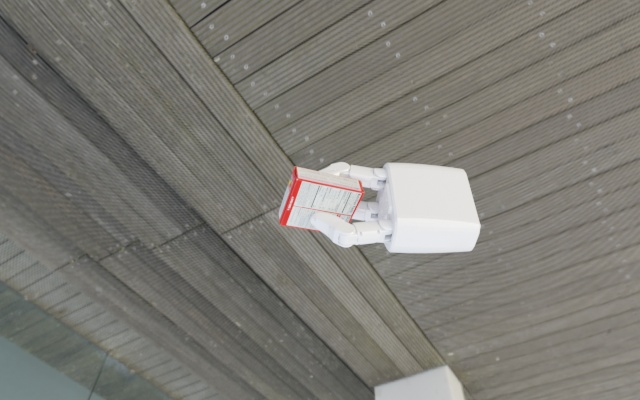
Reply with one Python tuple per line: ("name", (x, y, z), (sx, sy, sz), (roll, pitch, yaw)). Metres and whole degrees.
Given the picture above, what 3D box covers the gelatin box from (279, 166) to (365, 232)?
("gelatin box", (0.000, 0.002, 0.591), (0.089, 0.073, 0.030), (10, 36, -17))
